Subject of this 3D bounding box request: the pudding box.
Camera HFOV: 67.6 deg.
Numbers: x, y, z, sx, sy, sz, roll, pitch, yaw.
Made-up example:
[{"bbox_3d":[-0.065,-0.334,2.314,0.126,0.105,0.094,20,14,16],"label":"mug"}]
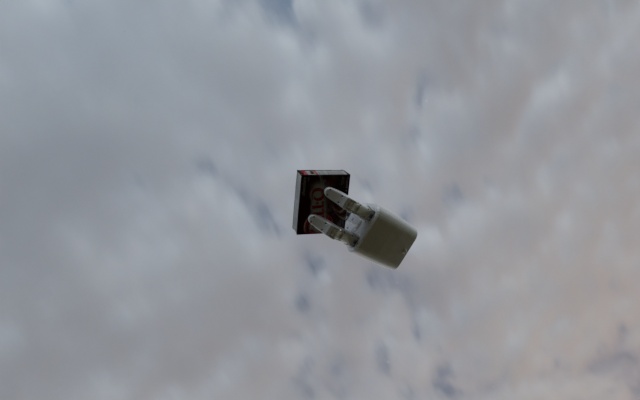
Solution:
[{"bbox_3d":[0.000,0.003,0.840,0.090,0.113,0.039,-2,18,-20],"label":"pudding box"}]
